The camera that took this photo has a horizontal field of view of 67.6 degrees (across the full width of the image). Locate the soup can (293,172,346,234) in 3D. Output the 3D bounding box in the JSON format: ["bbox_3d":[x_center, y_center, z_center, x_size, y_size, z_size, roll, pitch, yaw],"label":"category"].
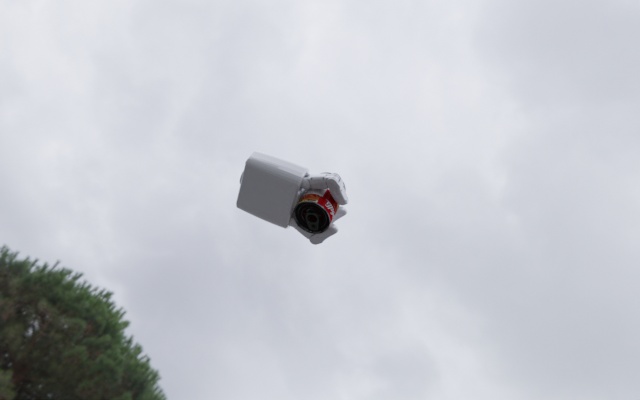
[{"bbox_3d":[0.001,0.003,0.856,0.068,0.068,0.102,0,33,23],"label":"soup can"}]
